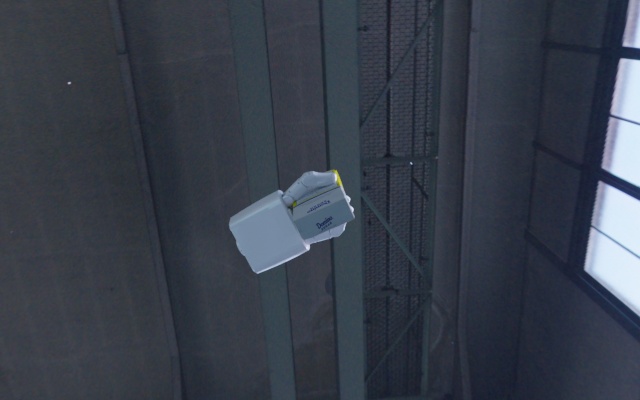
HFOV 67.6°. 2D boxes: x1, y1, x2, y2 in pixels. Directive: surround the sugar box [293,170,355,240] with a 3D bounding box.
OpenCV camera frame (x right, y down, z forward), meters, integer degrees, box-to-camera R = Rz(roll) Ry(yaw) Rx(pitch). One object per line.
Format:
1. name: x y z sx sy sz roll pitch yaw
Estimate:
1. sugar box: 0.000 0.003 0.833 0.093 0.048 0.176 -24 22 5
